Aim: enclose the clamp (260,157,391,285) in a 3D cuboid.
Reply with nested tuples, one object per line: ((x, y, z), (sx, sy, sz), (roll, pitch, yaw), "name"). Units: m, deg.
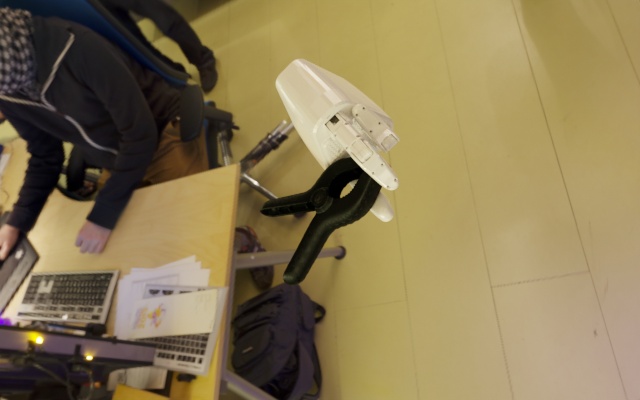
((0.000, 0.002, 0.546), (0.039, 0.171, 0.120), (35, 15, -53), "clamp")
